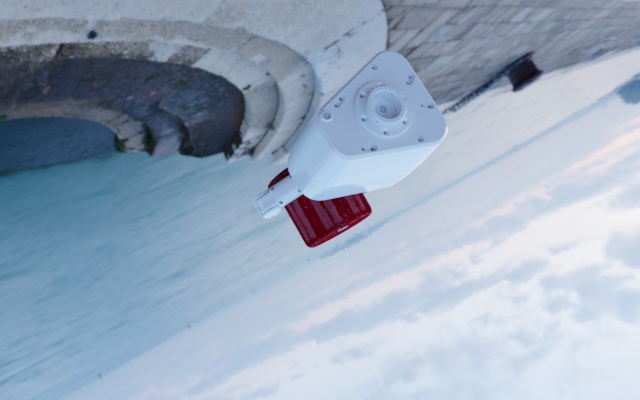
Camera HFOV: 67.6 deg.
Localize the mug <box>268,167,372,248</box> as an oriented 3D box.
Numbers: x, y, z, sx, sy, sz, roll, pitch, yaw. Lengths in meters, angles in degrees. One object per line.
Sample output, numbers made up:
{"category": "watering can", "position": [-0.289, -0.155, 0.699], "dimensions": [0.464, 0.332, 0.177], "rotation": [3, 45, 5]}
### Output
{"category": "mug", "position": [0.000, 0.002, 0.531], "dimensions": [0.093, 0.081, 0.117], "rotation": [-27, -8, -19]}
